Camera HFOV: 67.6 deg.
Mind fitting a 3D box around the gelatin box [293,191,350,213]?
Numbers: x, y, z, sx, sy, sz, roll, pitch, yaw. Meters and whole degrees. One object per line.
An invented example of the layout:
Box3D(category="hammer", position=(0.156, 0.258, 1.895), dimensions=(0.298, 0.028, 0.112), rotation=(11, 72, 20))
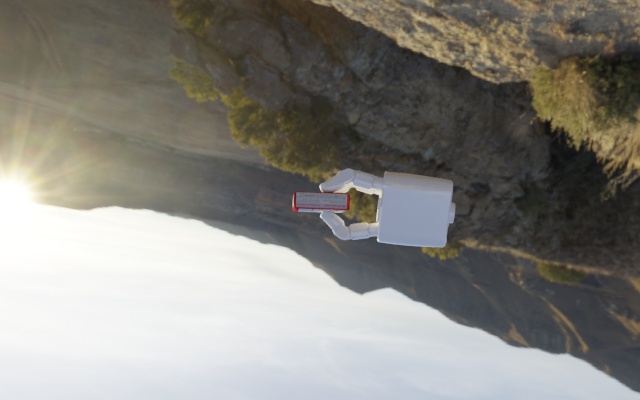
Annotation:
Box3D(category="gelatin box", position=(0.000, 0.003, 0.776), dimensions=(0.089, 0.030, 0.073), rotation=(1, -5, -4))
